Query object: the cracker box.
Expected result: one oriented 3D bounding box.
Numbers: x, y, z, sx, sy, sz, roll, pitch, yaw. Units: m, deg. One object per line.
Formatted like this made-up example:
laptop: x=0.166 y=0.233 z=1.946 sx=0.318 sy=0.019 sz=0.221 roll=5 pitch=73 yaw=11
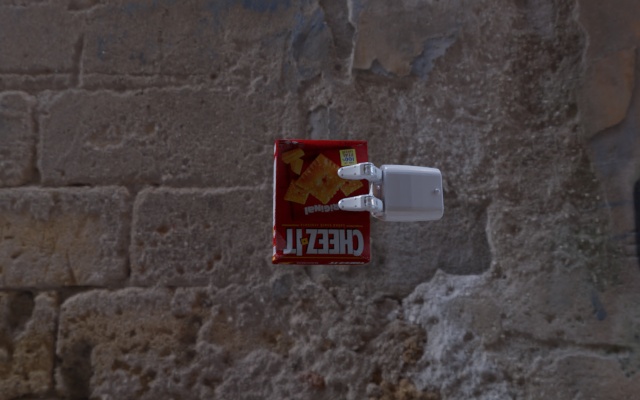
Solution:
cracker box: x=0.000 y=0.003 z=0.832 sx=0.164 sy=0.213 sz=0.072 roll=1 pitch=-12 yaw=-7
